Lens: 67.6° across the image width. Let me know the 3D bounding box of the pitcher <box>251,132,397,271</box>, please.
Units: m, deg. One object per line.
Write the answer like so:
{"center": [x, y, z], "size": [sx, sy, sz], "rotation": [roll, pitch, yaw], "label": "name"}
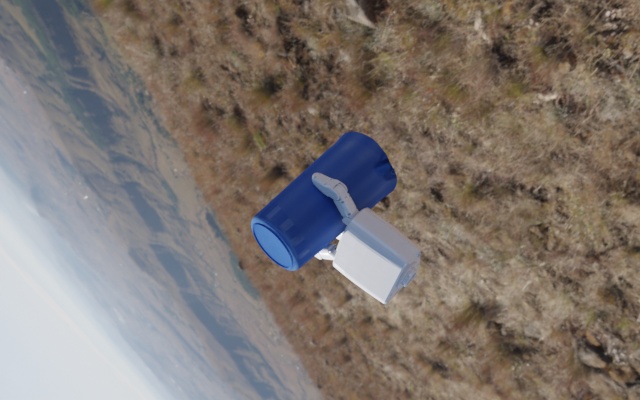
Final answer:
{"center": [0.000, 0.003, 0.802], "size": [0.145, 0.149, 0.242], "rotation": [37, 60, 22], "label": "pitcher"}
